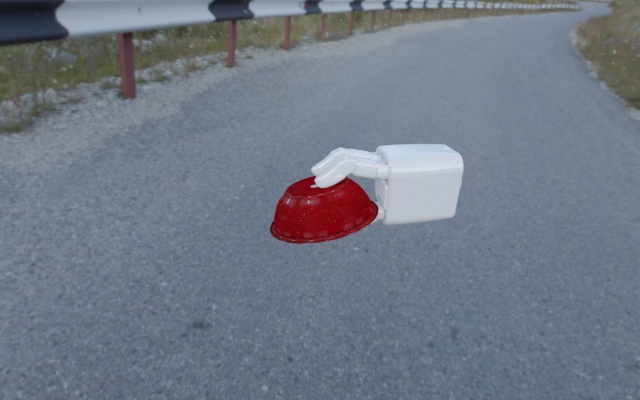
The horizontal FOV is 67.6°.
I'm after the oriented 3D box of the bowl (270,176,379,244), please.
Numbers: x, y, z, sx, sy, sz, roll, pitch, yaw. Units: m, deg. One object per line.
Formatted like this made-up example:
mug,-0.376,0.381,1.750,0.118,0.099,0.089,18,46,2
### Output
bowl,-0.001,0.002,0.687,0.162,0.055,0.162,-11,20,4
